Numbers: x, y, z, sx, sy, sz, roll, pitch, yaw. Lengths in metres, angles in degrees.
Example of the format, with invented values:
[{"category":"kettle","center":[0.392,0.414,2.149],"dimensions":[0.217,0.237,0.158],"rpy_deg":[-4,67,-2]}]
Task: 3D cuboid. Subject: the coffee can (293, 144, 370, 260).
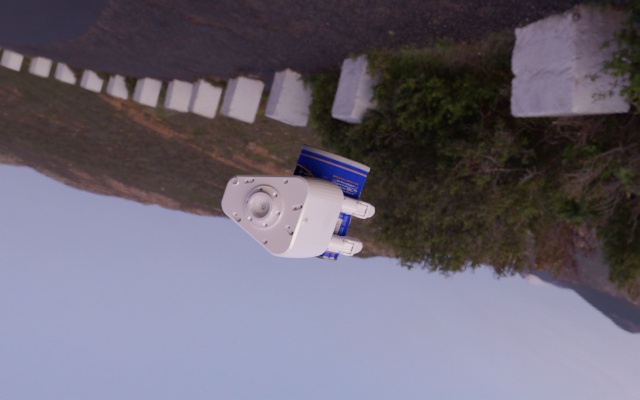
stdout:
[{"category":"coffee can","center":[0.000,0.002,0.687],"dimensions":[0.103,0.140,0.103],"rpy_deg":[19,3,-1]}]
